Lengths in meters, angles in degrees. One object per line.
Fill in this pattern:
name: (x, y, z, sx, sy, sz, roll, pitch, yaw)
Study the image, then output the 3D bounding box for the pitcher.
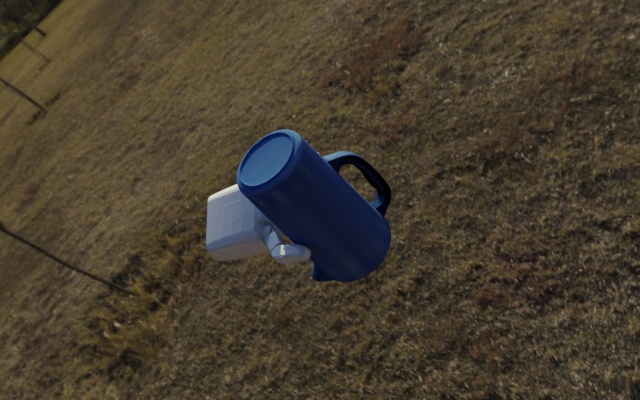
pitcher: (0.000, 0.002, 0.697, 0.145, 0.149, 0.243, -16, -41, 29)
